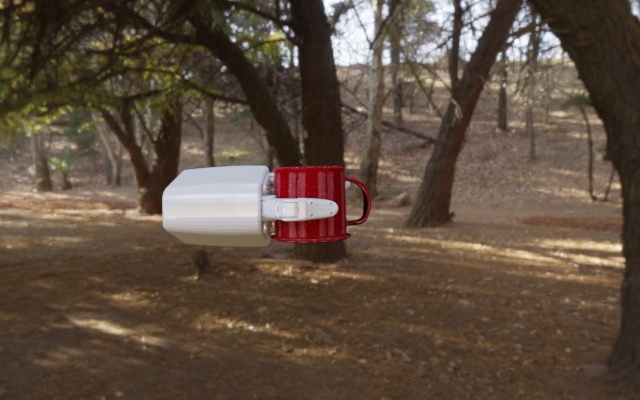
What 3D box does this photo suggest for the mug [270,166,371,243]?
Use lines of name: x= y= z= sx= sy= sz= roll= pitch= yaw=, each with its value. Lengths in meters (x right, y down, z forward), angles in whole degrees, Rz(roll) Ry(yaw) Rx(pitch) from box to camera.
mug: x=0.002 y=0.002 z=0.548 sx=0.117 sy=0.081 sz=0.093 roll=-1 pitch=3 yaw=-2
